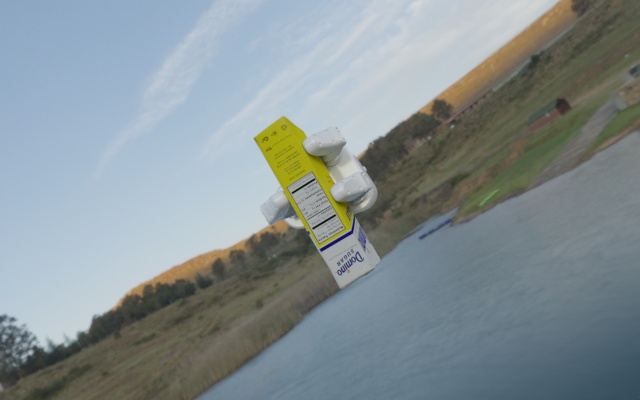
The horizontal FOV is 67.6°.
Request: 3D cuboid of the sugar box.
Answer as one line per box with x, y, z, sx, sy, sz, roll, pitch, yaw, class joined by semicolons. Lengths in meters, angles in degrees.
0.001;0.001;0.506;0.048;0.176;0.093;-34;-7;9;sugar box
